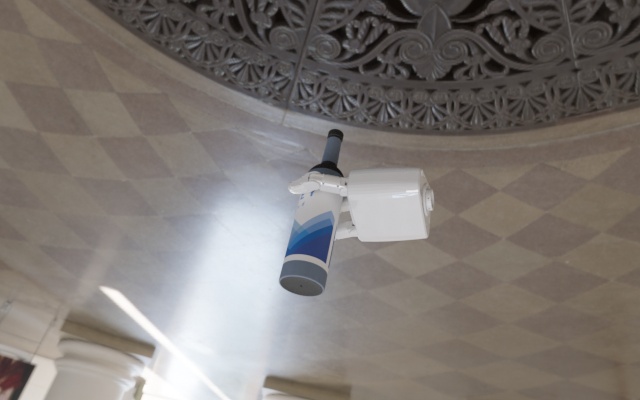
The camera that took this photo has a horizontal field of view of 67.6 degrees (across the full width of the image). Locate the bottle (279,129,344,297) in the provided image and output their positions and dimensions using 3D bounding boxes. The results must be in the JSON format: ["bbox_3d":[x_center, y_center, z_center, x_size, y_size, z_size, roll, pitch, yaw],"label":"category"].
[{"bbox_3d":[0.000,0.003,0.754,0.069,0.295,0.069,9,-34,6],"label":"bottle"}]
